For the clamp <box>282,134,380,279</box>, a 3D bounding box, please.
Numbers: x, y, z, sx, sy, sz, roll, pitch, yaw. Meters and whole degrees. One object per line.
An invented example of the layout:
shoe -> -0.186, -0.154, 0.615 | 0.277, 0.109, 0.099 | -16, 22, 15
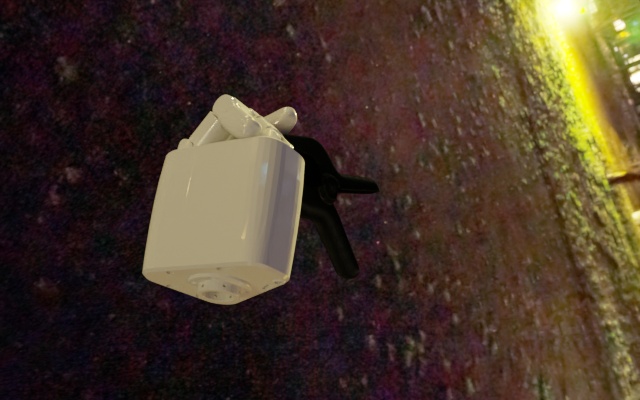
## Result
clamp -> 0.000, 0.001, 0.471 | 0.039, 0.120, 0.171 | -18, -36, 38
